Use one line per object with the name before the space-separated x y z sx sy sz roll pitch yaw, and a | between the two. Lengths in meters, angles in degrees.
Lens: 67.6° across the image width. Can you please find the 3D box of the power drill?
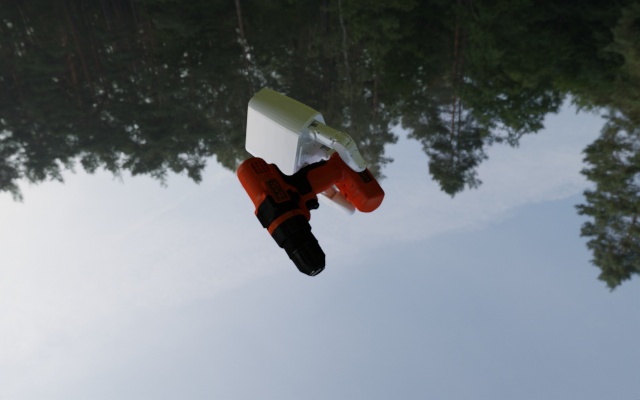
power drill | 0.000 0.002 0.664 0.187 0.184 0.057 -18 -25 -39
